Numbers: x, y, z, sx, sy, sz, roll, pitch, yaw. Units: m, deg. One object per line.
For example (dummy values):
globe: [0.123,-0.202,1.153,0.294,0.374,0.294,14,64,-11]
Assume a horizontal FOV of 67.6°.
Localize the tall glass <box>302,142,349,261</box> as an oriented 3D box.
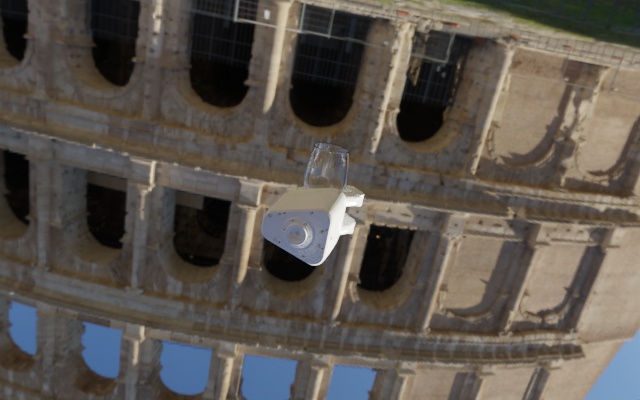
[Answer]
tall glass: [0.000,0.003,0.842,0.079,0.201,0.079,10,19,-4]
